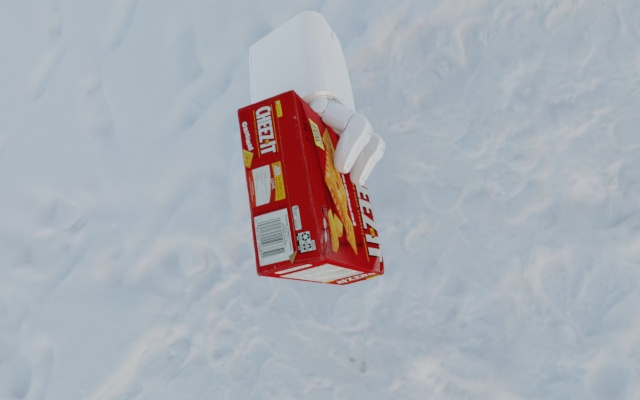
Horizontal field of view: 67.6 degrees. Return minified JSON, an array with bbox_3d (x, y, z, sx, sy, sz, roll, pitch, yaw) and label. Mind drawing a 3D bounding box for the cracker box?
[{"bbox_3d":[0.000,0.002,0.520,0.072,0.164,0.214,-15,-17,19],"label":"cracker box"}]
